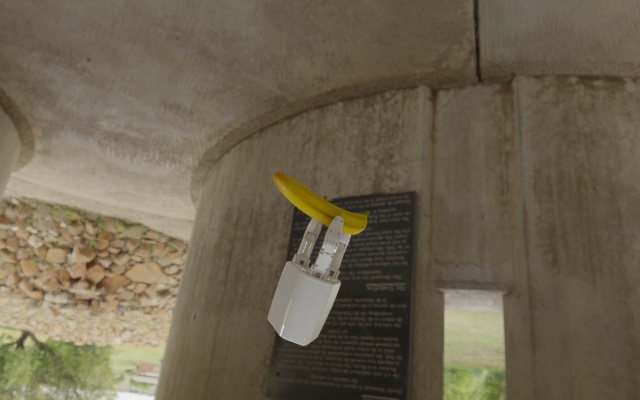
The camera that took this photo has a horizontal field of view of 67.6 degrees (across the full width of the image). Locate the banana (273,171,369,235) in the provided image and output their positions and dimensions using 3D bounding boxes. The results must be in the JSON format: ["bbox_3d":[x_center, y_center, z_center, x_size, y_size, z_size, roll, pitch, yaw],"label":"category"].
[{"bbox_3d":[0.008,0.013,0.785,0.198,0.037,0.069,26,20,-28],"label":"banana"}]
